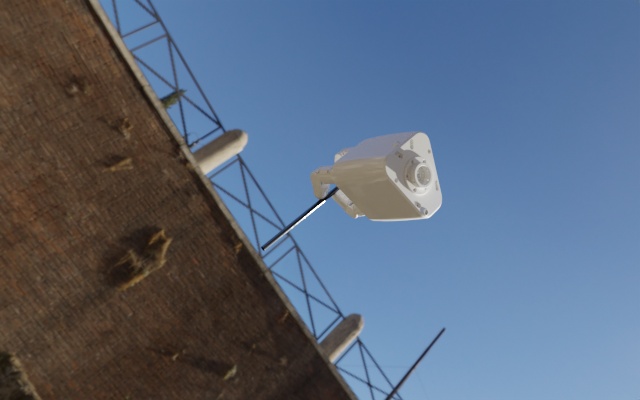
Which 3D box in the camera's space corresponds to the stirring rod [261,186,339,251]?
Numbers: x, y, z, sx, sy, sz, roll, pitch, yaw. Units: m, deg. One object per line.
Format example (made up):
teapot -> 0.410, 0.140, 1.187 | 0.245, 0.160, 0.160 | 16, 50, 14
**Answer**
stirring rod -> 0.000, 0.003, 0.735 | 0.239, 0.011, 0.011 | -39, 21, -29
